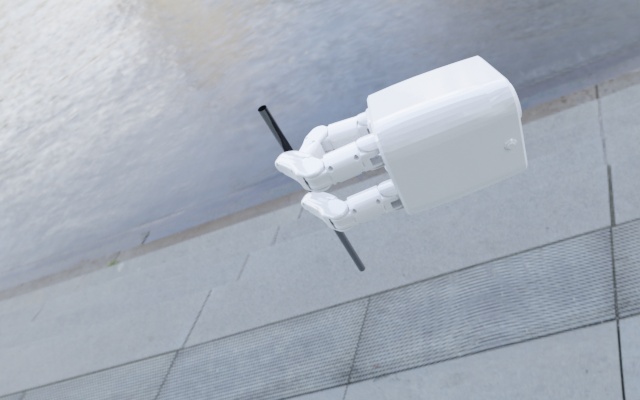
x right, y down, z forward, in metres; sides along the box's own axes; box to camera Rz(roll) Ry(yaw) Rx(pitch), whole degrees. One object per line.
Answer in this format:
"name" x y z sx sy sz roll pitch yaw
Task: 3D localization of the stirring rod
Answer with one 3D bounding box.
"stirring rod" 0.000 0.002 0.469 0.011 0.011 0.240 0 -40 31
